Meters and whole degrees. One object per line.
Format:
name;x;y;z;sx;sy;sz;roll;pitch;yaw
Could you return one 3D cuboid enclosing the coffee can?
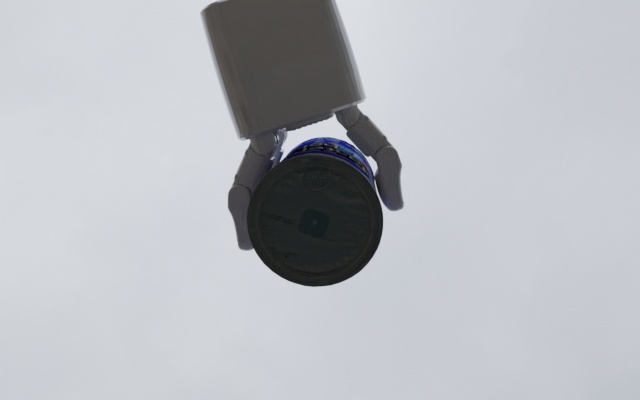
coffee can;0.000;0.002;0.422;0.103;0.103;0.140;0;13;4
